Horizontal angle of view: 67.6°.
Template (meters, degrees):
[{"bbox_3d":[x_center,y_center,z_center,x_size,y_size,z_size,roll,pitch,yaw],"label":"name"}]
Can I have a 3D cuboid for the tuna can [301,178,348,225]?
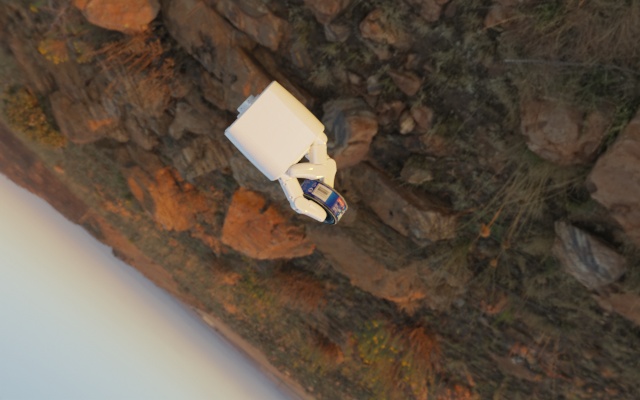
[{"bbox_3d":[0.000,0.003,0.792,0.086,0.033,0.086,31,-20,13],"label":"tuna can"}]
